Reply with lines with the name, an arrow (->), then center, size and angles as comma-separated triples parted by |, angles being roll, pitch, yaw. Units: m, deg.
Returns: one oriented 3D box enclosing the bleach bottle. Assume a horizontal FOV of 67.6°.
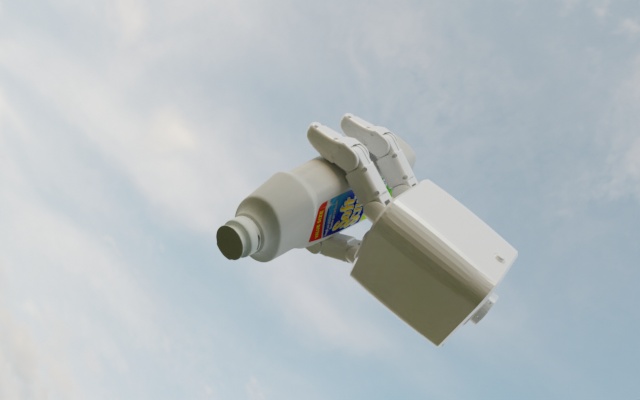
bleach bottle -> 0.000, 0.001, 0.454 | 0.068, 0.103, 0.250 | 40, 36, 18
